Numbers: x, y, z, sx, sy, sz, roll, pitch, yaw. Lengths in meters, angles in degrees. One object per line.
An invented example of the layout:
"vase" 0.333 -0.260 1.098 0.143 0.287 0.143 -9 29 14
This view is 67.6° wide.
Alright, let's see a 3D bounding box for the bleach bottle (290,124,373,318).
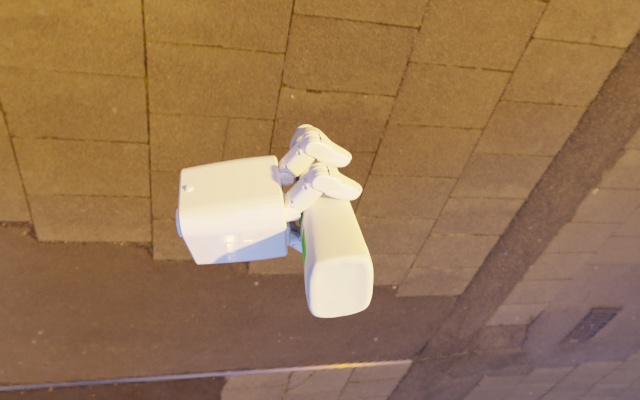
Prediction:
"bleach bottle" 0.000 0.002 0.556 0.068 0.103 0.250 -7 45 -6
